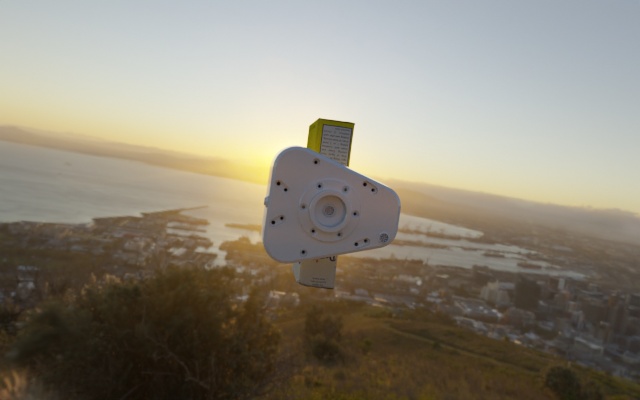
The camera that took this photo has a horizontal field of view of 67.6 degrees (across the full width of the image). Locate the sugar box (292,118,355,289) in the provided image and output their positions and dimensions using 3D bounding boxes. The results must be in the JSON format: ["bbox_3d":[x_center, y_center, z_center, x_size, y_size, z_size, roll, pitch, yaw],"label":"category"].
[{"bbox_3d":[0.000,0.002,0.535,0.048,0.176,0.093,9,2,-7],"label":"sugar box"}]
